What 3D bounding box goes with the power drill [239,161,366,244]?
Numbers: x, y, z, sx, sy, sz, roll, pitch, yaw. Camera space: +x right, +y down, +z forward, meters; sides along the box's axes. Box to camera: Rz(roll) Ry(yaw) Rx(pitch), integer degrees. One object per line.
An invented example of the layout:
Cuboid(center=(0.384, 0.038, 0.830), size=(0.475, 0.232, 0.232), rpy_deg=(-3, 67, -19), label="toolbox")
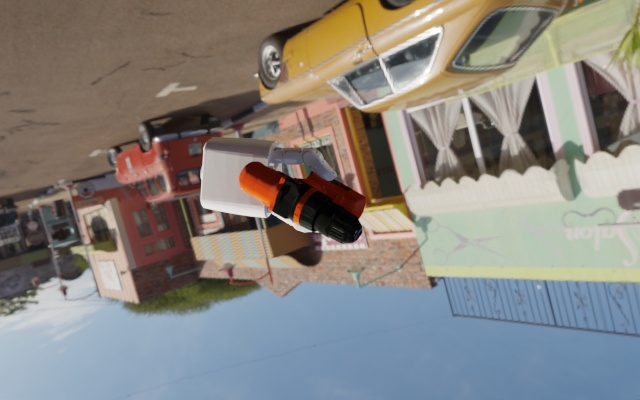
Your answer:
Cuboid(center=(0.000, 0.002, 0.679), size=(0.184, 0.057, 0.187), rpy_deg=(30, 10, 21), label="power drill")
